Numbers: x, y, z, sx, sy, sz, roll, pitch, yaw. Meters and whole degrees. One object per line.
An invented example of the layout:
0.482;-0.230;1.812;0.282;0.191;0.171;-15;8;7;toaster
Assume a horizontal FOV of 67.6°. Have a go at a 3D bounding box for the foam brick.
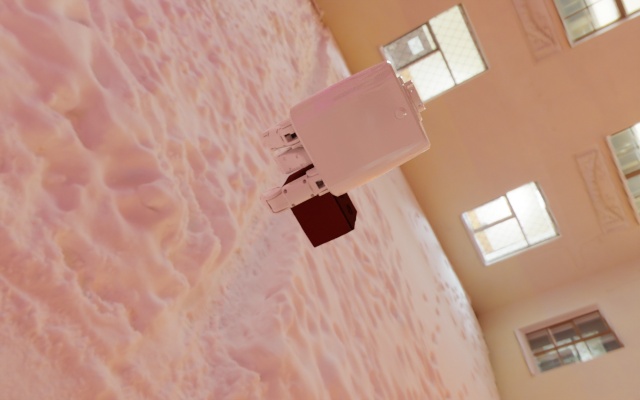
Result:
0.000;0.002;0.525;0.051;0.078;0.053;-25;16;16;foam brick
